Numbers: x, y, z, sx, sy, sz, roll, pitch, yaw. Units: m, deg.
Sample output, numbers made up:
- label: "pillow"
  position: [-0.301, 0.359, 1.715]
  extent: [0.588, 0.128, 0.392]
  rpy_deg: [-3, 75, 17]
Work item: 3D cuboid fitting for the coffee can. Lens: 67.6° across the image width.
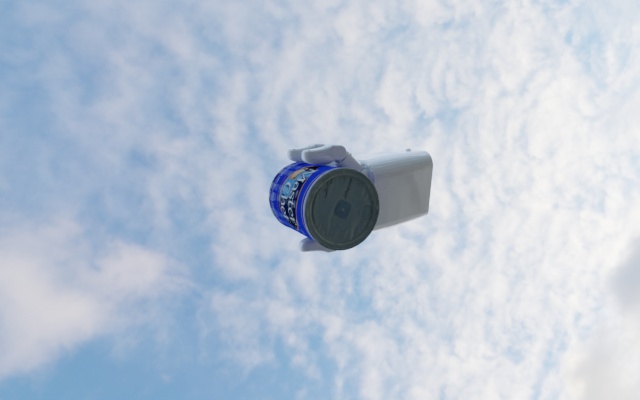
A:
- label: "coffee can"
  position: [0.000, 0.002, 0.644]
  extent: [0.103, 0.103, 0.140]
  rpy_deg: [0, 8, -24]
